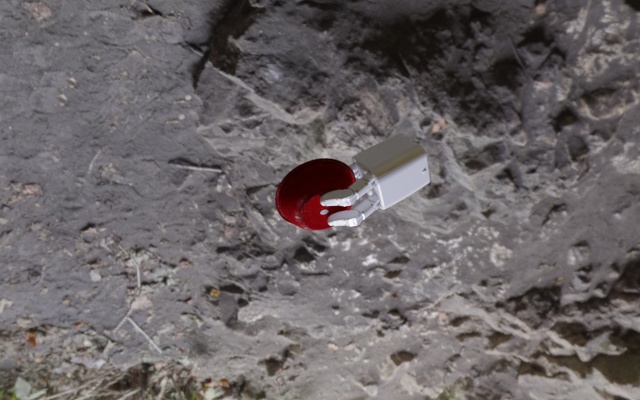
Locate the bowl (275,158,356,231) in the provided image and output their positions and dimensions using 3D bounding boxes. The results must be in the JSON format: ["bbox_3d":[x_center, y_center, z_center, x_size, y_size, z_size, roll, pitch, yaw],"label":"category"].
[{"bbox_3d":[-0.001,0.004,0.882,0.162,0.162,0.055,0,38,-23],"label":"bowl"}]
